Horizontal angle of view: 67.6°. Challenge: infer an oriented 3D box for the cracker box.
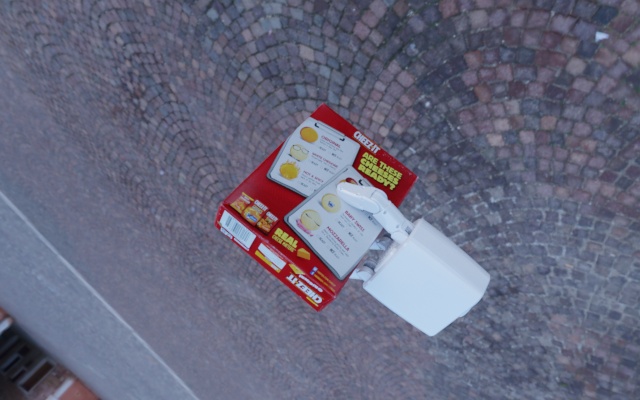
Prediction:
[{"bbox_3d":[0.000,0.002,0.596,0.164,0.213,0.072,39,-34,2],"label":"cracker box"}]
